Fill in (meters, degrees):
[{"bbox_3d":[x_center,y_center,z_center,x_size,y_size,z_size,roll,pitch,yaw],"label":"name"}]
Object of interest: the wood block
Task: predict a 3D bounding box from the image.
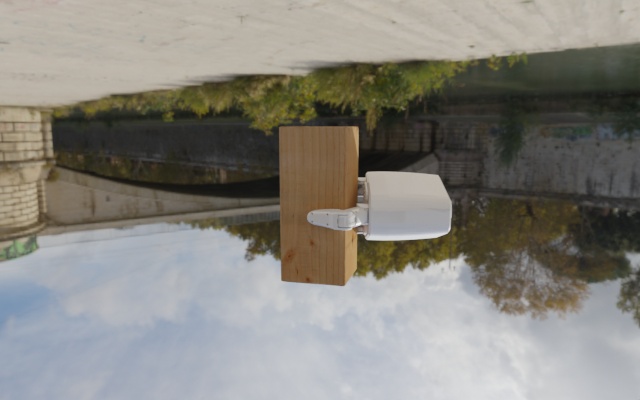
[{"bbox_3d":[0.000,0.002,0.655,0.090,0.206,0.091,2,9,15],"label":"wood block"}]
